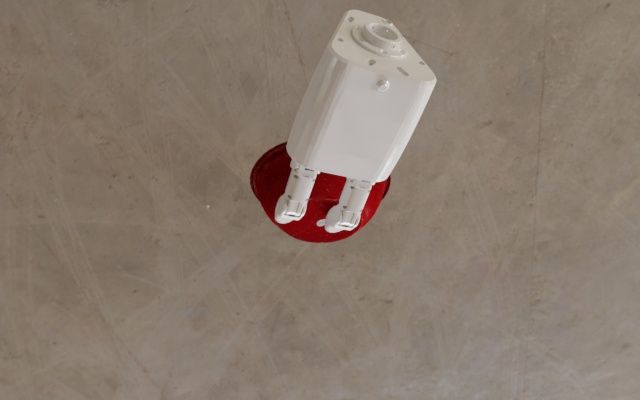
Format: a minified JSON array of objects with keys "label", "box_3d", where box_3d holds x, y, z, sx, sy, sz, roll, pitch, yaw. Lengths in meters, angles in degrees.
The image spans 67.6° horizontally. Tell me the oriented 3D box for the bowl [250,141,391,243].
[{"label":"bowl","box_3d":[0.000,0.003,0.536,0.162,0.055,0.162,0,-35,0]}]
